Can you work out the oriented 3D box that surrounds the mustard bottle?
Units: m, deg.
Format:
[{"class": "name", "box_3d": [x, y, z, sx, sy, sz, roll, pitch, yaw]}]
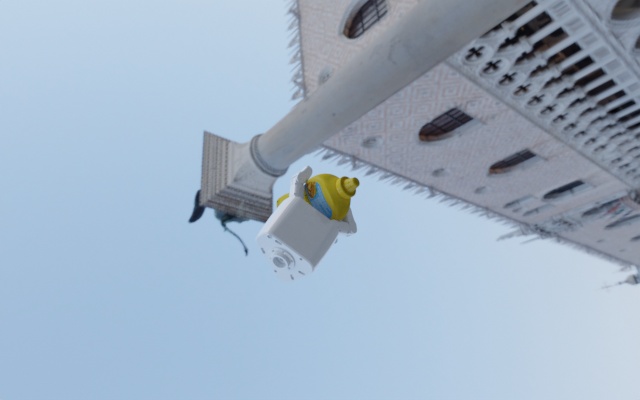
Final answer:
[{"class": "mustard bottle", "box_3d": [0.000, 0.003, 0.899, 0.192, 0.096, 0.058, -30, -8, 41]}]
